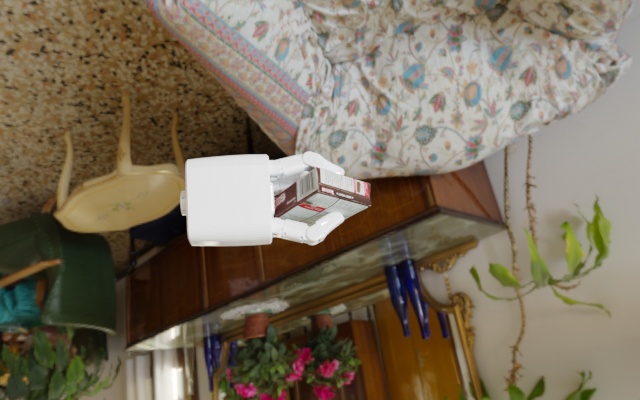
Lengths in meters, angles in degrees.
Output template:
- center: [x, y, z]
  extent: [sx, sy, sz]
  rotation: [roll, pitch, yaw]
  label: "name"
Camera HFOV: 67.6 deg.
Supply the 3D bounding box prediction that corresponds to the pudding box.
- center: [0.000, 0.002, 0.654]
  extent: [0.090, 0.039, 0.113]
  rotation: [14, -28, -33]
  label: "pudding box"
